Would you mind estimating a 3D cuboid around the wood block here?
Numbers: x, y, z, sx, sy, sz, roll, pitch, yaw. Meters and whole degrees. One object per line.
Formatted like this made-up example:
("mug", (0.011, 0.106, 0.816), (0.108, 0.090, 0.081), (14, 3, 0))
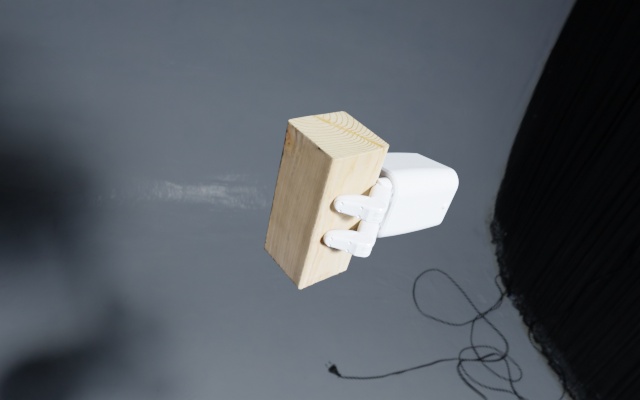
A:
("wood block", (0.000, 0.002, 0.616), (0.090, 0.206, 0.090), (-17, 46, -36))
